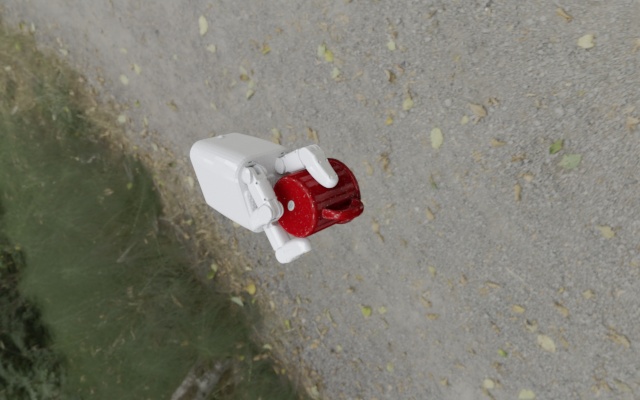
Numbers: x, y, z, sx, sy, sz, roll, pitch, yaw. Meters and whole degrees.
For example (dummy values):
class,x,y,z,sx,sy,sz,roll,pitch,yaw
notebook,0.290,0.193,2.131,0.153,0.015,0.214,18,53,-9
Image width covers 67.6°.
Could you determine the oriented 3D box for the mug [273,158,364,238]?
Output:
class,x,y,z,sx,sy,sz,roll,pitch,yaw
mug,0.001,0.003,0.610,0.117,0.093,0.081,21,30,38
